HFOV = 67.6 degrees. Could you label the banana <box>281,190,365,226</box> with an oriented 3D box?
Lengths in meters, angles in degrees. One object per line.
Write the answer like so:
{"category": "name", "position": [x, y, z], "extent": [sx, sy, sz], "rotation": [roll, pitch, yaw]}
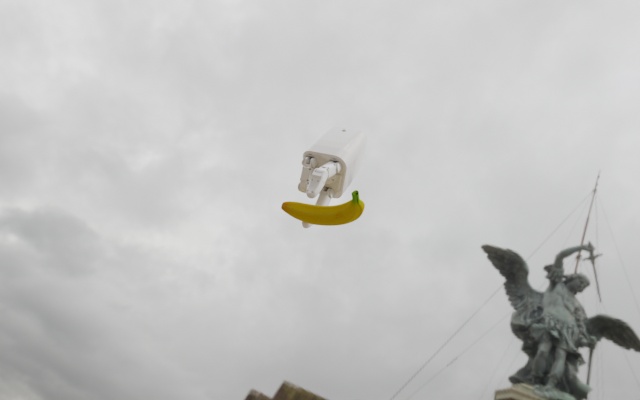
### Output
{"category": "banana", "position": [0.012, 0.017, 0.866], "extent": [0.198, 0.070, 0.037], "rotation": [-11, 30, 44]}
